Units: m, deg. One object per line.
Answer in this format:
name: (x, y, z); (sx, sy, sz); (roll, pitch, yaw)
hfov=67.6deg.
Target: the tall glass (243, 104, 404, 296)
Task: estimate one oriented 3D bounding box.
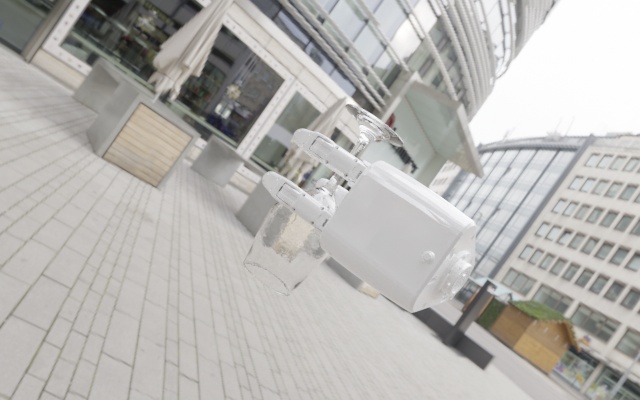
tall glass: (0.000, 0.001, 0.505); (0.079, 0.201, 0.079); (35, 1, -1)
